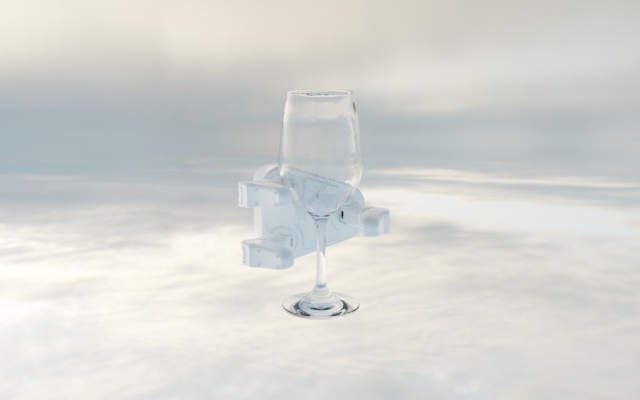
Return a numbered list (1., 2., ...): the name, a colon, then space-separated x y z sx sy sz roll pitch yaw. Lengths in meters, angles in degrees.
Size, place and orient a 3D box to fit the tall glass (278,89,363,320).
1. tall glass: 0.000 0.002 0.444 0.079 0.201 0.079 0 8 0
